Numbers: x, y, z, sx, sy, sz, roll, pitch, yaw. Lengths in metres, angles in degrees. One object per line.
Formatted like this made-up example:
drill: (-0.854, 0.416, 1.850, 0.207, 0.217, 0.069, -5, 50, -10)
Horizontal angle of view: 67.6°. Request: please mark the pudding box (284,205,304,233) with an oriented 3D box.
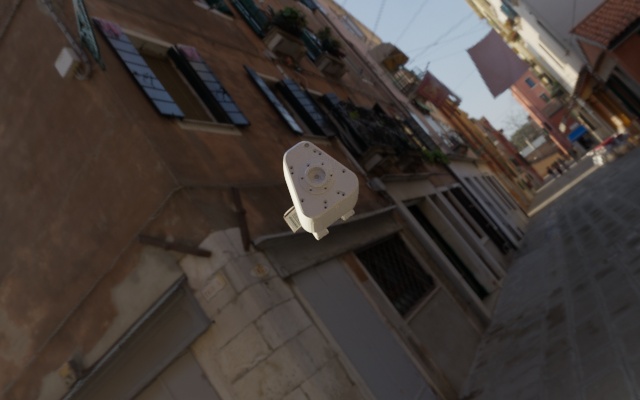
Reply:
pudding box: (0.000, 0.003, 0.830, 0.113, 0.039, 0.090, -40, -9, 21)
